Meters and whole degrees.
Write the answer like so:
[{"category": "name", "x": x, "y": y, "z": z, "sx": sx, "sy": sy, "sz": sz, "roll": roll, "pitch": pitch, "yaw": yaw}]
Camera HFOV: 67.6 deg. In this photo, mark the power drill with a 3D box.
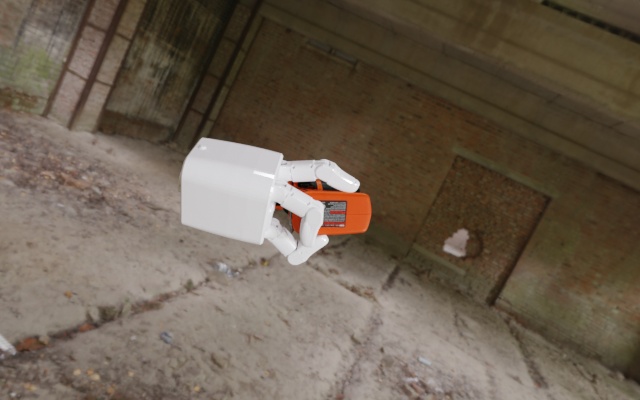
[{"category": "power drill", "x": 0.000, "y": 0.002, "z": 0.689, "sx": 0.184, "sy": 0.057, "sz": 0.187, "roll": -2, "pitch": 9, "yaw": -20}]
